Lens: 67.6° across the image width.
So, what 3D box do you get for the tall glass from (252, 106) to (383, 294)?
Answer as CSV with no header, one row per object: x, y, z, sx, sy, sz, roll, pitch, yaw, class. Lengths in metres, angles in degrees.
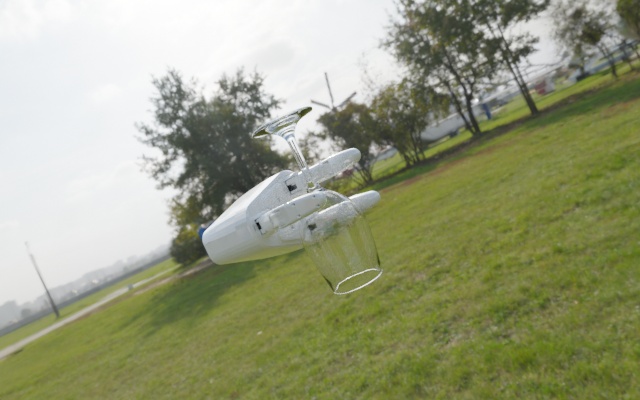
0.000,0.001,0.536,0.079,0.201,0.079,-26,2,1,tall glass
